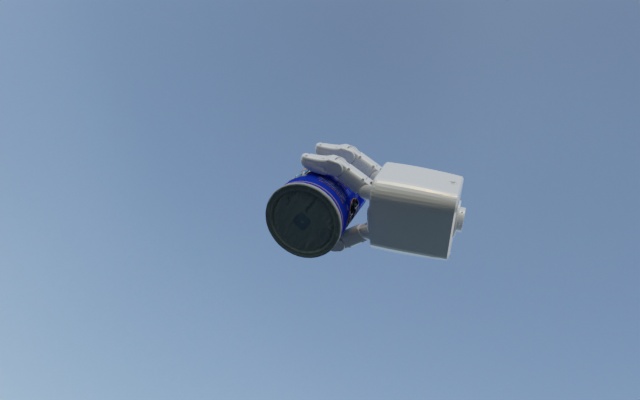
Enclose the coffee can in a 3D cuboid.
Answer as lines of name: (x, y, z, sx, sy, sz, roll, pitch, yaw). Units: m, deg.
coffee can: (0.000, 0.002, 0.661, 0.103, 0.103, 0.140, 0, 21, 21)
